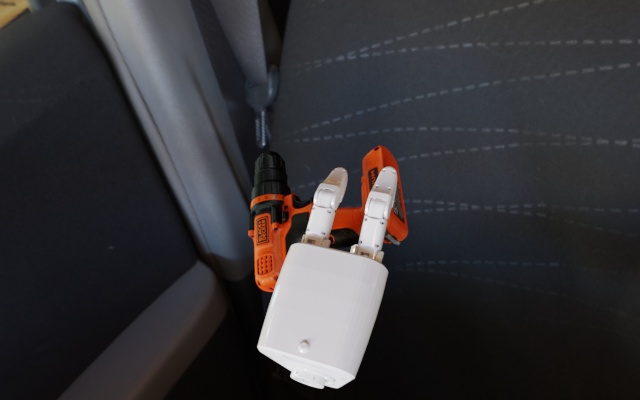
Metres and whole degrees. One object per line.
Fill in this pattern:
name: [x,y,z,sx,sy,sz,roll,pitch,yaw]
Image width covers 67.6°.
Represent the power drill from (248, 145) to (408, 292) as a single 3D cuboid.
power drill: [0.000,0.002,0.560,0.188,0.184,0.057,-18,-27,25]
